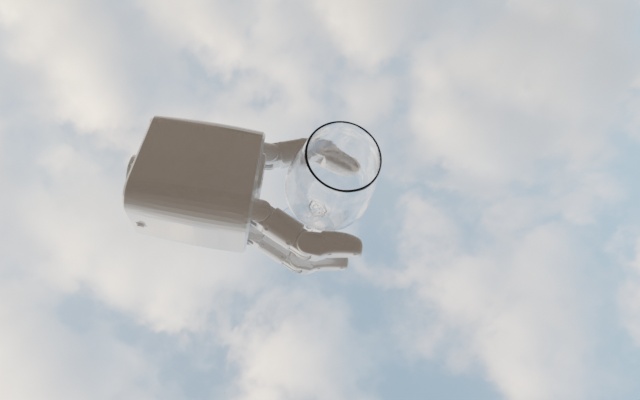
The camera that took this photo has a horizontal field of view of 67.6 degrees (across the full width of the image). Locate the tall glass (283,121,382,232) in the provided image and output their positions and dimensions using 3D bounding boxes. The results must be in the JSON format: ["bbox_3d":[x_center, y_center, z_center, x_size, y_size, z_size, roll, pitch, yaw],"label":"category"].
[{"bbox_3d":[0.000,0.002,0.459,0.079,0.079,0.201,0,-21,-12],"label":"tall glass"}]
